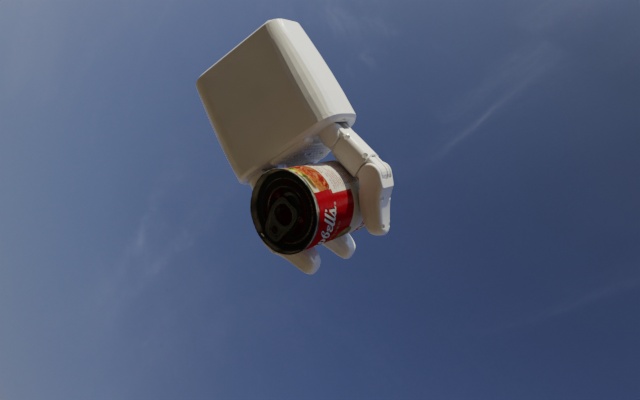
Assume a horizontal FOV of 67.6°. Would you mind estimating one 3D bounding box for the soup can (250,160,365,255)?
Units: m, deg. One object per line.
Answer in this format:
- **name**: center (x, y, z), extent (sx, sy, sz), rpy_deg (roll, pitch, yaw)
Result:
- **soup can**: center (0.001, 0.002, 0.406), extent (0.068, 0.068, 0.102), rpy_deg (0, 9, 37)
